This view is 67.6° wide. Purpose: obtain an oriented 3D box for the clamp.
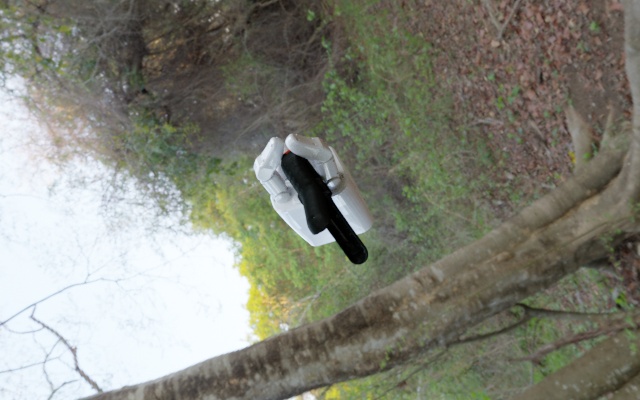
[{"bbox_3d":[-0.001,0.002,0.573,0.039,0.171,0.120,-31,-44,7],"label":"clamp"}]
